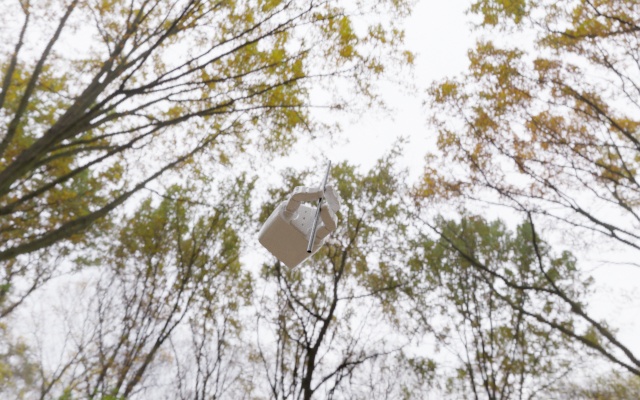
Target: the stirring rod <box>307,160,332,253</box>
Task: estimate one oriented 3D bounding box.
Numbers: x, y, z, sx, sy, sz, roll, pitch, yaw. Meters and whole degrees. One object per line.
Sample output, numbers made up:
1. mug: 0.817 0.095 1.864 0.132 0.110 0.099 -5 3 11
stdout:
1. stirring rod: 0.000 0.003 0.890 0.011 0.011 0.239 0 44 13
